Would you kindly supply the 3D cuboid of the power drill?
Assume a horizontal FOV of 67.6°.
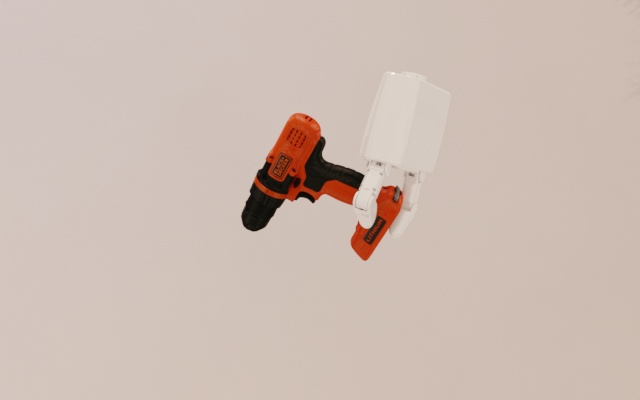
[{"bbox_3d":[0.001,0.002,0.639,0.187,0.184,0.057,30,26,-2],"label":"power drill"}]
